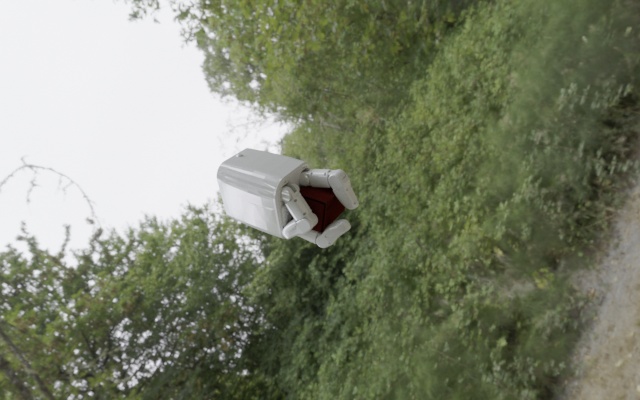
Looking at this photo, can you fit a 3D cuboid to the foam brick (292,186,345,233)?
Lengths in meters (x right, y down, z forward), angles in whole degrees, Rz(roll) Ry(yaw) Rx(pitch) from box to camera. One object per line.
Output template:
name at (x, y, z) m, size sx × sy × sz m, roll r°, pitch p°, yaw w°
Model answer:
foam brick at (0.000, 0.002, 0.709) m, size 0.051 × 0.053 × 0.078 m, roll 18°, pitch 32°, yaw 21°
